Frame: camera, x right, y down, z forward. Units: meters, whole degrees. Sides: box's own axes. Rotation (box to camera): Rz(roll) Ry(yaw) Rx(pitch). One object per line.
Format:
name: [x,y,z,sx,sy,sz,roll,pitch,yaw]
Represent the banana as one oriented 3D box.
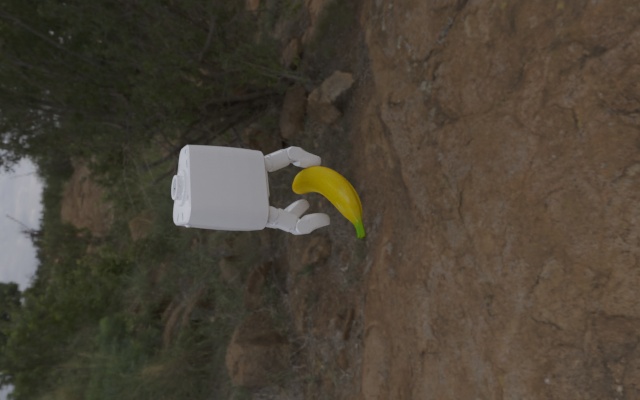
banana: [0.005,-0.014,0.683,0.037,0.070,0.197,0,20,-29]
